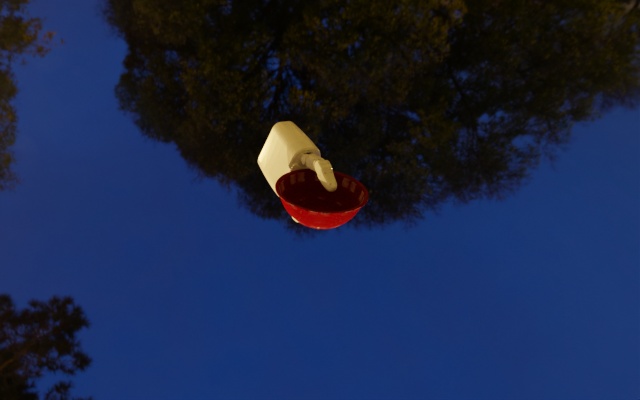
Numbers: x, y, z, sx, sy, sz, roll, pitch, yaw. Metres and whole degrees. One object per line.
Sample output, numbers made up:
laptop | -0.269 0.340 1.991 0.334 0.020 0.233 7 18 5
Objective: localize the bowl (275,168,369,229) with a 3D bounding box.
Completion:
bowl | 0.000 0.004 0.827 0.162 0.055 0.162 6 28 -3
